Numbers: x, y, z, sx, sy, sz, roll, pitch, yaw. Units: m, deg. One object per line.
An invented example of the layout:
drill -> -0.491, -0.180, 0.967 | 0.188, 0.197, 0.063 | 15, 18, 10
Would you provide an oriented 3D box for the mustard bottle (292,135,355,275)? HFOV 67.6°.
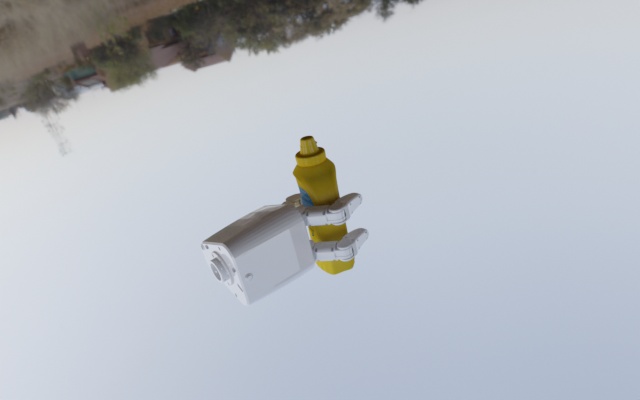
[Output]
mustard bottle -> 0.000, 0.002, 0.665 | 0.058, 0.192, 0.096 | -17, 26, -8
